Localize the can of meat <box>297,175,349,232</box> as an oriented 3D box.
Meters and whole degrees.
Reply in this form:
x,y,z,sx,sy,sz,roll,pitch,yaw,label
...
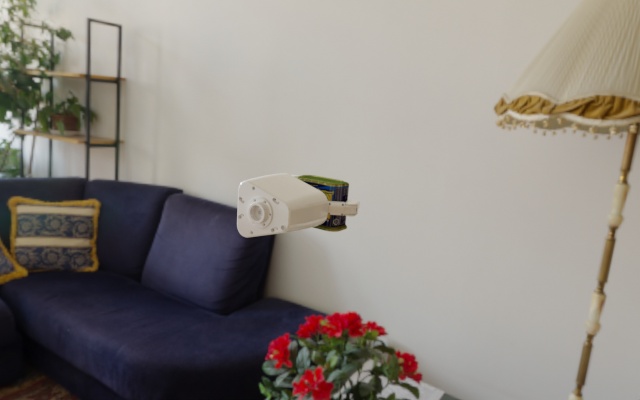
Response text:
x,y,z,sx,sy,sz,roll,pitch,yaw,label
0.000,0.002,0.853,0.102,0.084,0.057,12,13,33,can of meat
